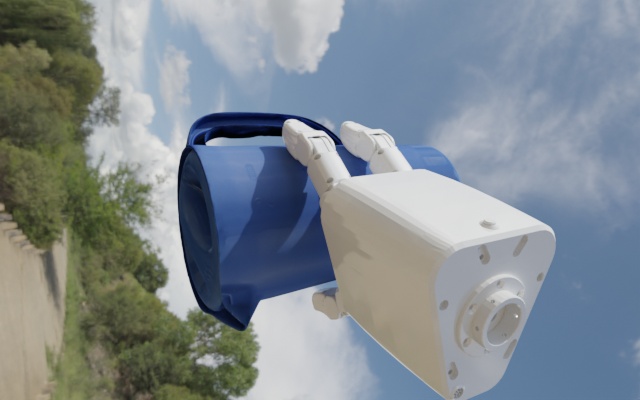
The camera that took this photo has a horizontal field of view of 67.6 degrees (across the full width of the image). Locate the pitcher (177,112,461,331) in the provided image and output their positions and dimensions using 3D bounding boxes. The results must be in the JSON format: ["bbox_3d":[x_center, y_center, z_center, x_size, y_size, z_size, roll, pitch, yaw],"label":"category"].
[{"bbox_3d":[0.000,0.002,0.427,0.243,0.149,0.145,-7,20,-27],"label":"pitcher"}]
